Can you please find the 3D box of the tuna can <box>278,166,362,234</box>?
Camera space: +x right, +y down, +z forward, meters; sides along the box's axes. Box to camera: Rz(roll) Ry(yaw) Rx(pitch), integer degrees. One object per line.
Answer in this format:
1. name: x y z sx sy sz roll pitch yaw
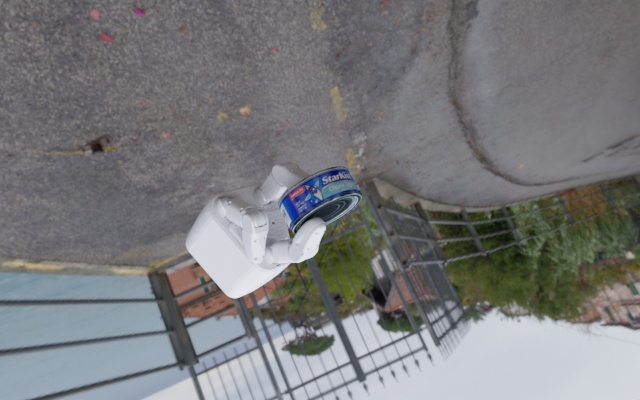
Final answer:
1. tuna can: 0.000 0.002 0.508 0.086 0.033 0.086 -26 -17 -9
